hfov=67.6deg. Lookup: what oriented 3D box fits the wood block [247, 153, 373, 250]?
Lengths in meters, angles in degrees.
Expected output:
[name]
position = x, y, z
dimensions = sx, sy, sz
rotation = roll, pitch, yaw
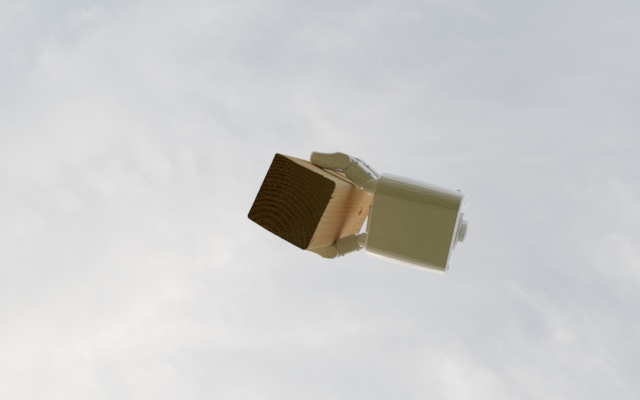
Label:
[wood block]
position = 0.000, 0.003, 0.655
dimensions = 0.090, 0.091, 0.206
rotation = 28, 8, 19
